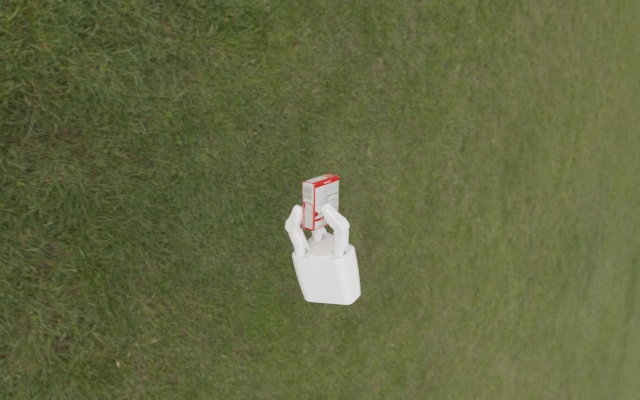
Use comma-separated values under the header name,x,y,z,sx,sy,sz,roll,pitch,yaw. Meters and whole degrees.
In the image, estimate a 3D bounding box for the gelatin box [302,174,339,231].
name,x,y,z,sx,sy,sz,roll,pitch,yaw
gelatin box,0.000,0.003,0.855,0.030,0.089,0.073,15,23,36
